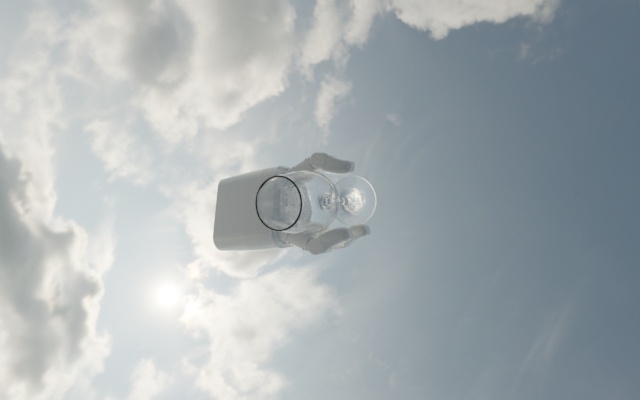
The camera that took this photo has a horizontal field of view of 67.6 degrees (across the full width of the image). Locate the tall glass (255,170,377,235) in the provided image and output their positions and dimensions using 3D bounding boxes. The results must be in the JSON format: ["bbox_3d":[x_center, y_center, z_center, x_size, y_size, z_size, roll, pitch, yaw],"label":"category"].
[{"bbox_3d":[0.001,0.002,0.610,0.079,0.079,0.201,0,1,28],"label":"tall glass"}]
